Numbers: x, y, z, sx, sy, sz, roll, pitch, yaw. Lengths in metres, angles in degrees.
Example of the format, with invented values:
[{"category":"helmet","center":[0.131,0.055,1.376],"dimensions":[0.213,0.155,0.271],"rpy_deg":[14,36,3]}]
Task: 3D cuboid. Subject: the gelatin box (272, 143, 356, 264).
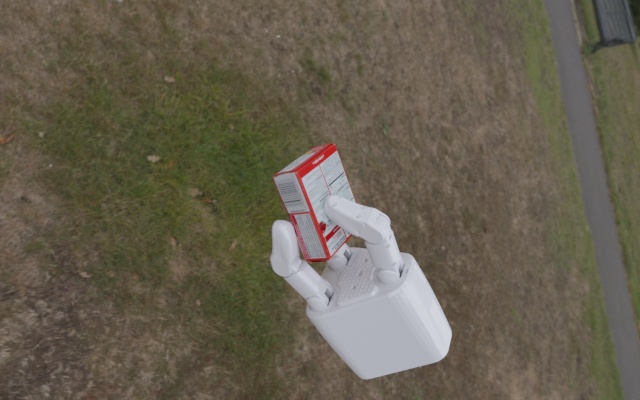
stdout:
[{"category":"gelatin box","center":[0.000,0.001,0.441],"dimensions":[0.030,0.089,0.073],"rpy_deg":[-8,21,35]}]
